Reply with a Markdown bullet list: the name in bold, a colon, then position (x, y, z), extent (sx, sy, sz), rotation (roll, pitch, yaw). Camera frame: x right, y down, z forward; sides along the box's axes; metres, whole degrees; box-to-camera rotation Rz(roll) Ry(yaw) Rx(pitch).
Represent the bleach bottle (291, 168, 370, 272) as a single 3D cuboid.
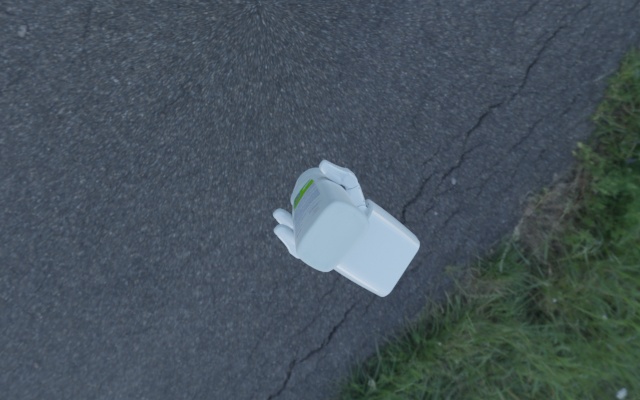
- **bleach bottle**: position (0.000, 0.002, 0.715), extent (0.068, 0.102, 0.250), rotation (34, 14, -18)
